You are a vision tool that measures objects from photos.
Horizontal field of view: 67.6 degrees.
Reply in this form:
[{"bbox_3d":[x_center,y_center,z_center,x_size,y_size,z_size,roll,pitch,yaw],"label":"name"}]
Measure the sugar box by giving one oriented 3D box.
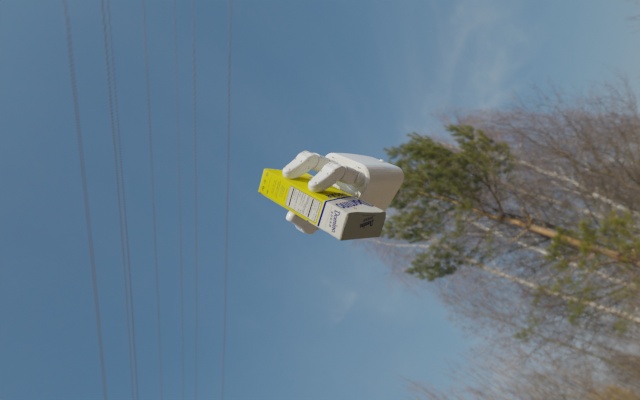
[{"bbox_3d":[0.000,0.002,0.696,0.176,0.048,0.093,25,16,39],"label":"sugar box"}]
